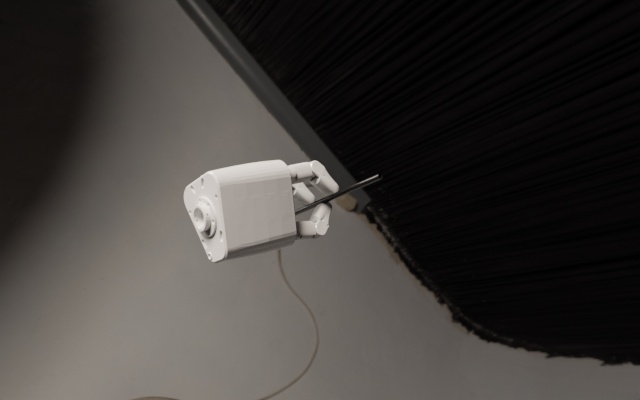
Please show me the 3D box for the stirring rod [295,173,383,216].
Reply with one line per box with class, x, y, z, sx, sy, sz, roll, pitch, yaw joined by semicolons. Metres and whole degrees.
stirring rod;0.000;0.002;0.685;0.011;0.011;0.239;0;-16;-40
